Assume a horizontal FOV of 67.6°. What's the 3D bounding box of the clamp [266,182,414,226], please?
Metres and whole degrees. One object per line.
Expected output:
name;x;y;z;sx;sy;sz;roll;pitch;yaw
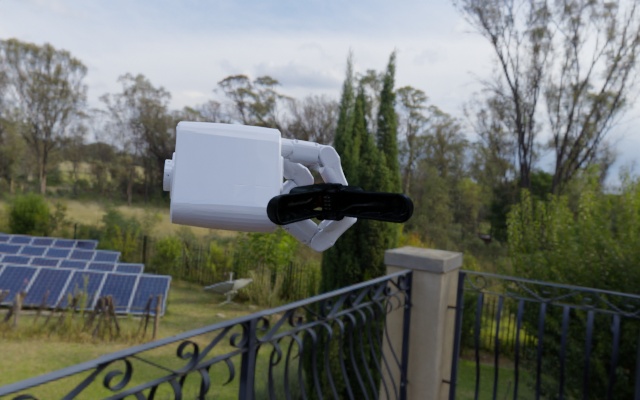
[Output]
clamp;0.000;0.001;0.454;0.120;0.039;0.171;4;1;-15
